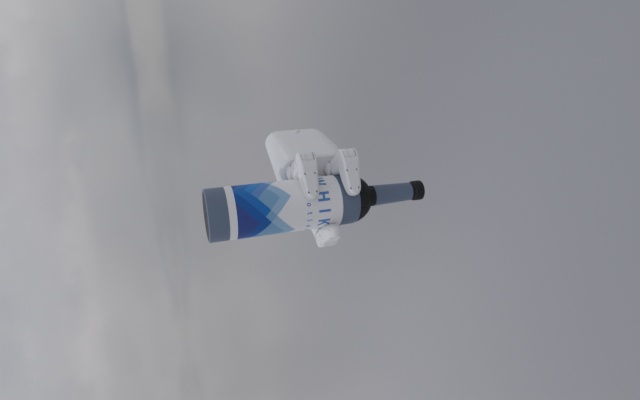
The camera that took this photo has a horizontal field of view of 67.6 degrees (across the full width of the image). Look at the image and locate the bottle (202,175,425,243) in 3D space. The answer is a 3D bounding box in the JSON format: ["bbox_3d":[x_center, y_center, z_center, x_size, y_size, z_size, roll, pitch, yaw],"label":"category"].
[{"bbox_3d":[0.000,0.002,0.623,0.296,0.069,0.069,-7,2,-17],"label":"bottle"}]
